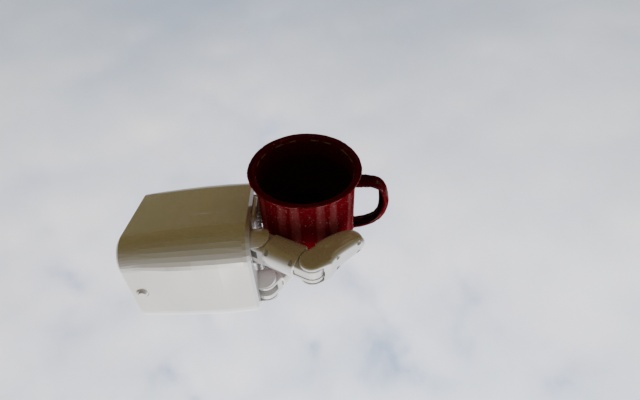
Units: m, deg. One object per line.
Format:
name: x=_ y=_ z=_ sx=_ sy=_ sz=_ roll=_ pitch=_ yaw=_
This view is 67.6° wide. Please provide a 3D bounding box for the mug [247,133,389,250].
mug: x=0.002 y=0.001 z=0.414 sx=0.117 sy=0.082 sz=0.093 roll=-3 pitch=45 yaw=-1
